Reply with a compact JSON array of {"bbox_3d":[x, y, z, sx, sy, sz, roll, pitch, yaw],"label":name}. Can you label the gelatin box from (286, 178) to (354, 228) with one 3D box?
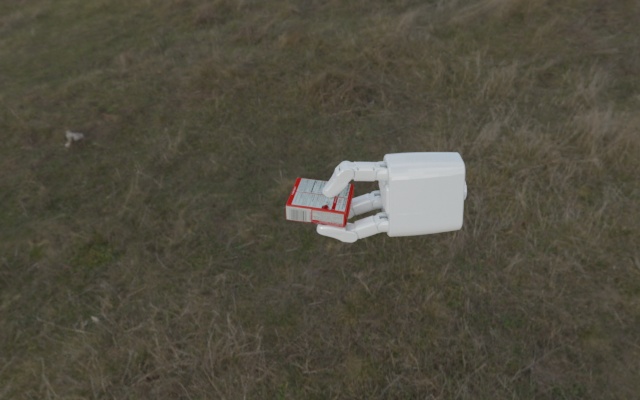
[{"bbox_3d":[0.000,0.002,0.698,0.089,0.030,0.073,8,37,7],"label":"gelatin box"}]
